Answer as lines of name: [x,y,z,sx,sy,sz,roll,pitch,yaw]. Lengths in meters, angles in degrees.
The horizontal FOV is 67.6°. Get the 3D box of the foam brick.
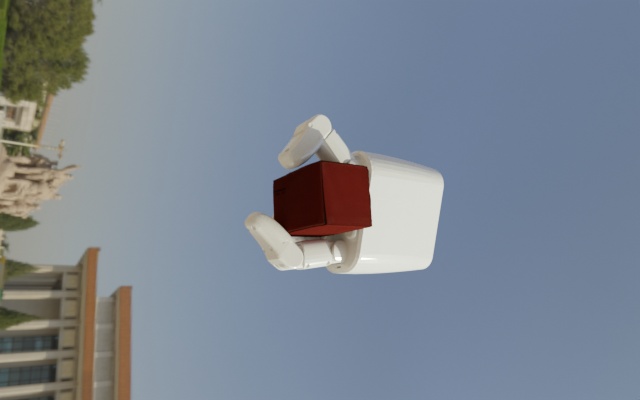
foam brick: [0.000,0.001,0.410,0.051,0.053,0.078,5,-12,-35]
